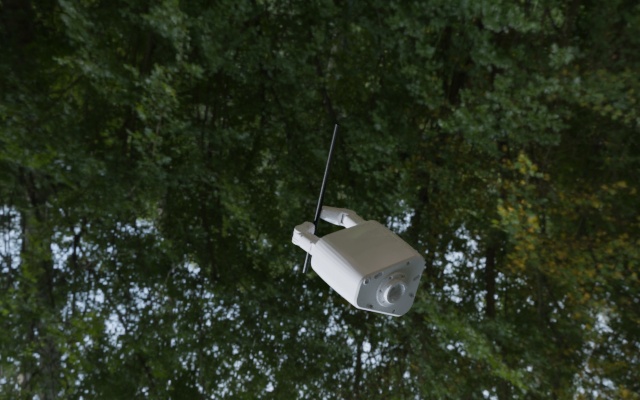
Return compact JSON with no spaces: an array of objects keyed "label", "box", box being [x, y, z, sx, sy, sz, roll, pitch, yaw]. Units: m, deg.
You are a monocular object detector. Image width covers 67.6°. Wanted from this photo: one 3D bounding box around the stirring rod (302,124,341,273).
[{"label":"stirring rod","box":[0.000,0.002,0.723,0.011,0.239,0.011,11,18,-4]}]
